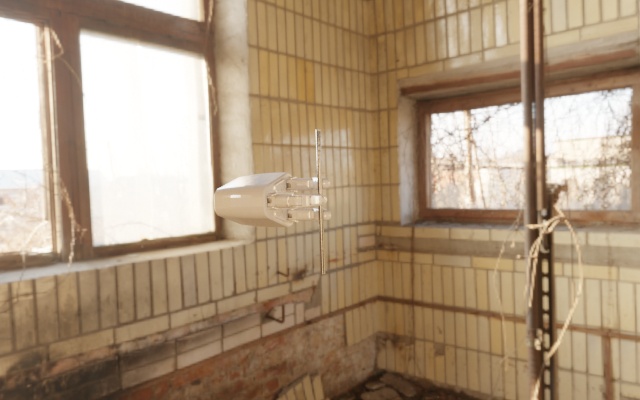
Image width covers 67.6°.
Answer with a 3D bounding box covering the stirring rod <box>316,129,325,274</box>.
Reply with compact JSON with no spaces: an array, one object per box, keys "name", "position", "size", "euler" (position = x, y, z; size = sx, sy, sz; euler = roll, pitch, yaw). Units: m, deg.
[{"name":"stirring rod","position":[0.000,0.003,0.796],"size":[0.011,0.239,0.011],"euler":[-2,2,0]}]
